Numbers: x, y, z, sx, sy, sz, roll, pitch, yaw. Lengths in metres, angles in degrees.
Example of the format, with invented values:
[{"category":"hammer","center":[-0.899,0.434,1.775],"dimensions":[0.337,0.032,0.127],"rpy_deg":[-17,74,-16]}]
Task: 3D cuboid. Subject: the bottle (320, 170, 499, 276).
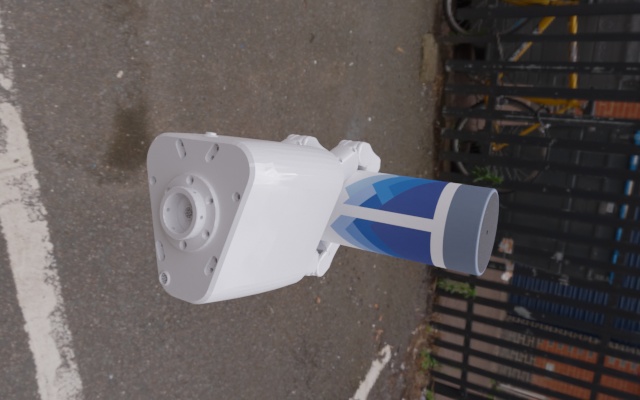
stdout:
[{"category":"bottle","center":[0.000,0.001,0.431],"dimensions":[0.295,0.069,0.069],"rpy_deg":[10,5,30]}]
